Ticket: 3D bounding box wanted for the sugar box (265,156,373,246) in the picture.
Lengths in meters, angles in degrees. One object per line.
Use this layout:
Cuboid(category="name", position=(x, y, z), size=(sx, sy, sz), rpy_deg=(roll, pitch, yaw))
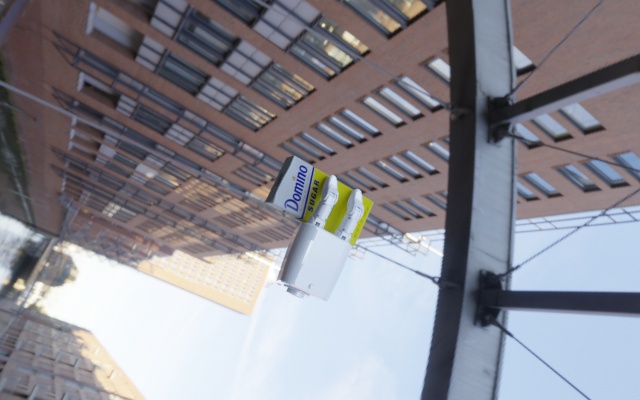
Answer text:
Cuboid(category="sugar box", position=(0.000, 0.003, 0.849), size=(0.176, 0.093, 0.048), rpy_deg=(29, -12, -23))
